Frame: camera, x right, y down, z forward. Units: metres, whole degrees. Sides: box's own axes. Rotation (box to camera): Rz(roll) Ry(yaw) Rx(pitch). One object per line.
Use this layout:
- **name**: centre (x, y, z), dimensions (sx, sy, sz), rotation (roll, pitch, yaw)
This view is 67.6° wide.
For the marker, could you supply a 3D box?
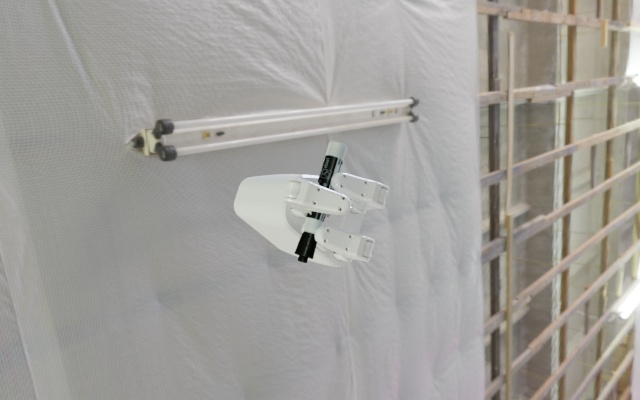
- **marker**: centre (0.000, 0.002, 0.462), dimensions (0.020, 0.121, 0.020), rotation (17, -10, 3)
